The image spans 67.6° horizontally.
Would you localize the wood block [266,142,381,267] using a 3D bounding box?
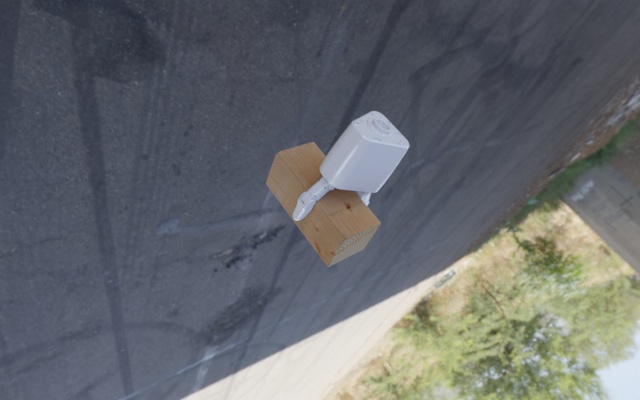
[{"bbox_3d":[0.000,0.003,0.867,0.091,0.206,0.090,-21,-28,-36],"label":"wood block"}]
